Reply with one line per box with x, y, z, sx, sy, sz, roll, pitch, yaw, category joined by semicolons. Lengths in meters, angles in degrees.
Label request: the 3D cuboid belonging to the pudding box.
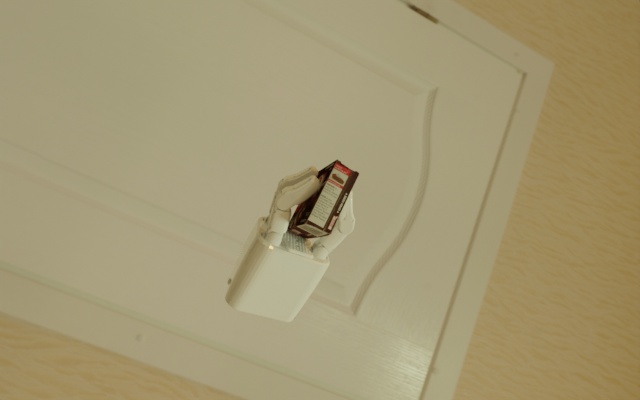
0.000;0.002;0.624;0.039;0.090;0.113;28;-13;-13;pudding box
